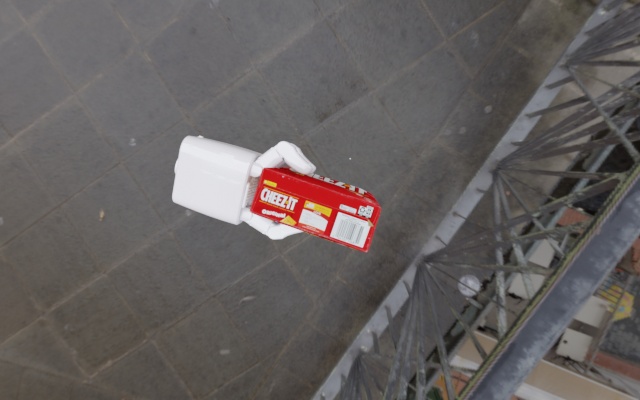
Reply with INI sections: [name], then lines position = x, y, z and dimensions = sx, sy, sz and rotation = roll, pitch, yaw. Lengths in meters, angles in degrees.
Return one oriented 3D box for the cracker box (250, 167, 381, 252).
[cracker box]
position = 0.000, 0.003, 0.714
dimensions = 0.164, 0.072, 0.213
rotation = 19, 6, 2
